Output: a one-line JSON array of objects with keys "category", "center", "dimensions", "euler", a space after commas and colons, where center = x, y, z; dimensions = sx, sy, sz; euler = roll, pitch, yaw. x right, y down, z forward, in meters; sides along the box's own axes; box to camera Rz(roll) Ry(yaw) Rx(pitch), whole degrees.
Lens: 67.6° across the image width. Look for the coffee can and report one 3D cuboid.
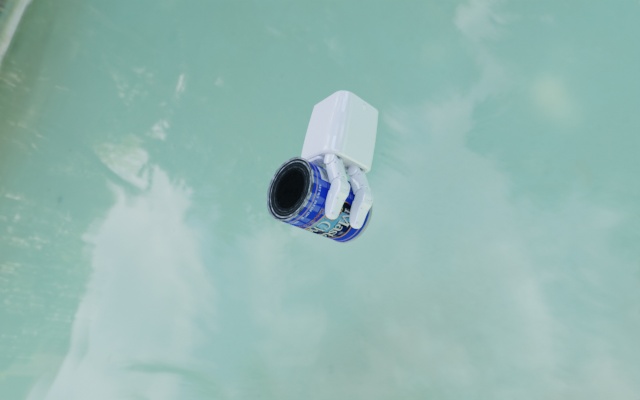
[{"category": "coffee can", "center": [0.000, 0.003, 0.763], "dimensions": [0.140, 0.102, 0.103], "euler": [23, -16, -41]}]
